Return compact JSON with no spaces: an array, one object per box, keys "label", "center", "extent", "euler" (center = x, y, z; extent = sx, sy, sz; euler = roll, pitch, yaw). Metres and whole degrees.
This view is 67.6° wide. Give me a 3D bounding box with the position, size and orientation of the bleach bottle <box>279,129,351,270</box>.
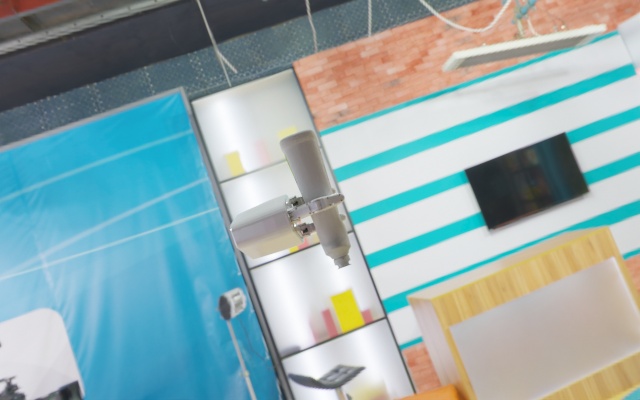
[{"label":"bleach bottle","center":[0.000,0.003,0.870],"extent":[0.068,0.251,0.102],"euler":[-20,-6,2]}]
